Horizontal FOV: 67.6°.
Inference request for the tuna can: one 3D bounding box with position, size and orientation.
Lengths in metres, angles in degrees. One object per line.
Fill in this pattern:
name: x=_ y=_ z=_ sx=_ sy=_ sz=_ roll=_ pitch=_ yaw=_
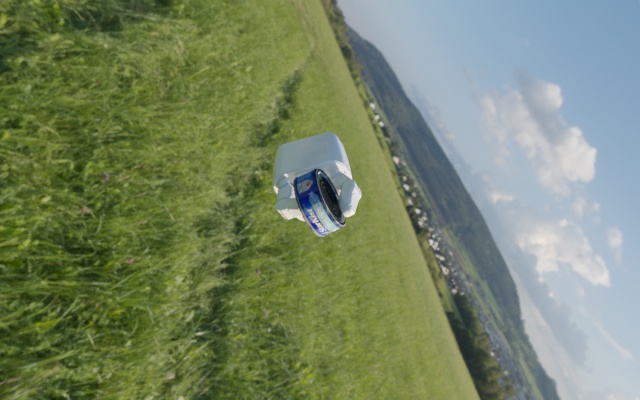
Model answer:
tuna can: x=0.001 y=0.002 z=0.623 sx=0.034 sy=0.086 sz=0.086 roll=-25 pitch=-7 yaw=16
